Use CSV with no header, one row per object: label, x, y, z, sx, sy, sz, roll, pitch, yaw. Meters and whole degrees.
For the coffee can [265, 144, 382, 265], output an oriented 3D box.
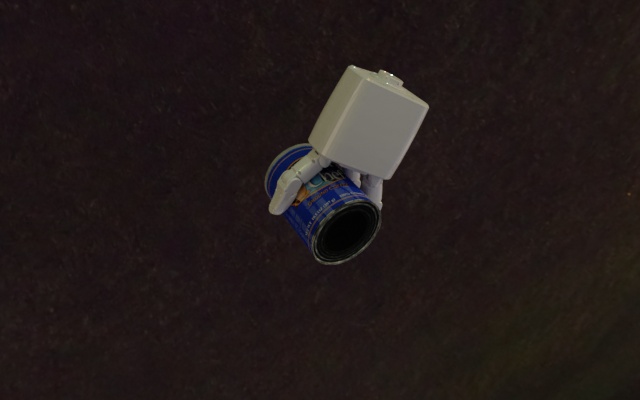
coffee can,0.000,0.002,0.640,0.103,0.103,0.140,0,35,-36
